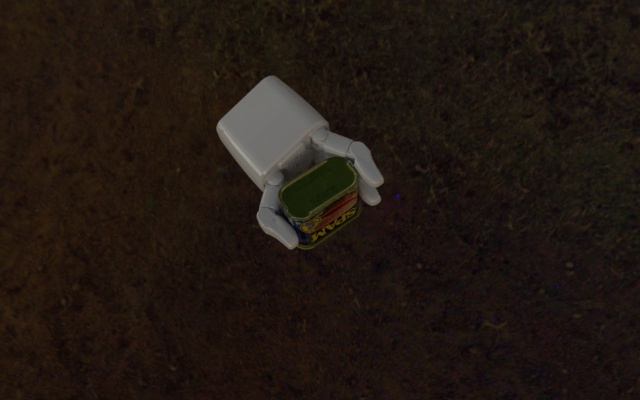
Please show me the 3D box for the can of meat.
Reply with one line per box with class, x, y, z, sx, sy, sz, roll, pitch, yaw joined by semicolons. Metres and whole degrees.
can of meat;0.000;0.002;0.582;0.102;0.057;0.084;-33;-25;-13
